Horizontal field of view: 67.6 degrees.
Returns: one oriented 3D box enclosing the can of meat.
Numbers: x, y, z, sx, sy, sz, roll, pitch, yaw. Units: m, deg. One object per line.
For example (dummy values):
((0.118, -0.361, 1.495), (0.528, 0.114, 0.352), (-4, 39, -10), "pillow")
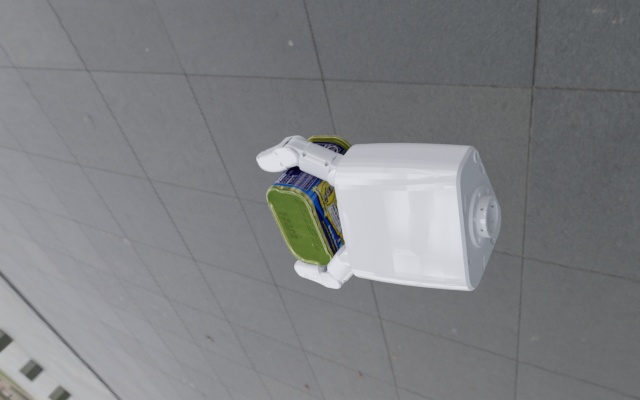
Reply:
((0.000, 0.002, 0.469), (0.057, 0.102, 0.084), (6, 43, 34), "can of meat")
